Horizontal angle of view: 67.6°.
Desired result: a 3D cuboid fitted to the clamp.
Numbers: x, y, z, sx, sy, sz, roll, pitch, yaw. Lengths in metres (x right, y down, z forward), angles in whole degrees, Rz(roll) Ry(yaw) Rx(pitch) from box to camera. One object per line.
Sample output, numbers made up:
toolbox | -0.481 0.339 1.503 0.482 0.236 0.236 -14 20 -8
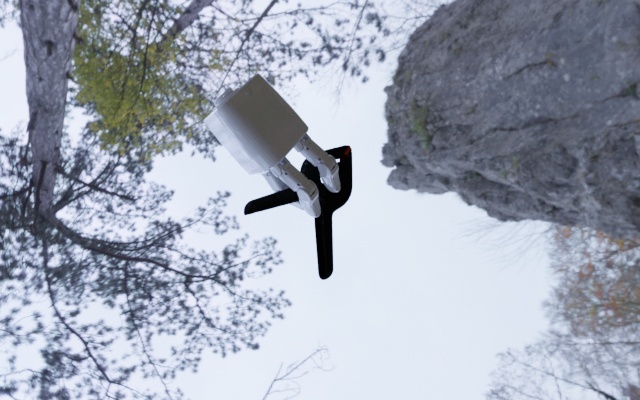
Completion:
clamp | 0.000 0.002 0.721 0.036 0.164 0.210 -17 29 52
